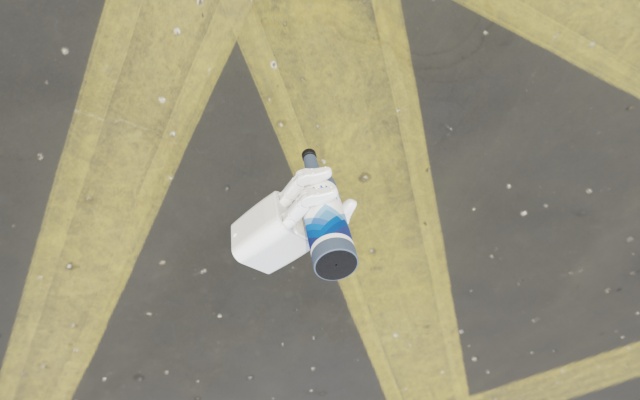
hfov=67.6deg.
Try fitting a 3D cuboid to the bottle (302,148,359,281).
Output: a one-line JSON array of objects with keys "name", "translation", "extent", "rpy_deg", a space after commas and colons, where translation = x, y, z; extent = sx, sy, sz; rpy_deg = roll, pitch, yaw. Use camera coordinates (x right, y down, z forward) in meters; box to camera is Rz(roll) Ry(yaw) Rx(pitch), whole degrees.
[{"name": "bottle", "translation": [0.000, 0.003, 0.803], "extent": [0.069, 0.069, 0.295], "rpy_deg": [0, 38, -11]}]
